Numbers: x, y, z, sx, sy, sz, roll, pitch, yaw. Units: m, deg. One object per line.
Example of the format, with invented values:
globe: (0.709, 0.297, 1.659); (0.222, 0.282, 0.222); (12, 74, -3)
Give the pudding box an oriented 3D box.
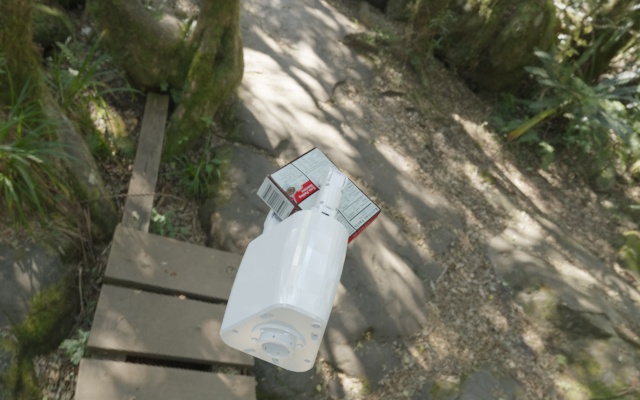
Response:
pudding box: (0.000, 0.002, 0.536); (0.090, 0.113, 0.039); (-36, -12, -43)
